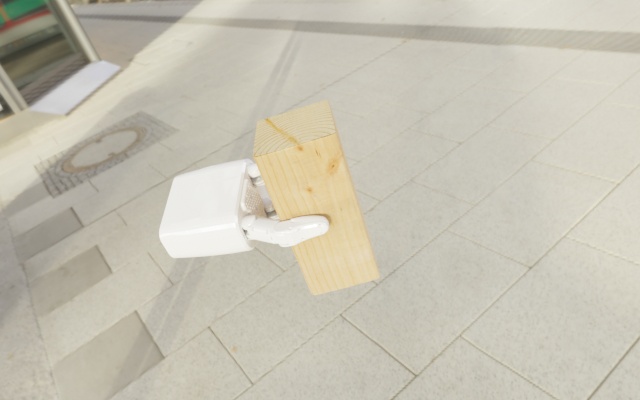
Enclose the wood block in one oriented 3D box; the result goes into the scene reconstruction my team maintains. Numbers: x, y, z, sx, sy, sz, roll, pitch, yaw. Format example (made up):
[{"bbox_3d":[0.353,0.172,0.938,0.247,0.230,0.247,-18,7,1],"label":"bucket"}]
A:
[{"bbox_3d":[0.000,0.002,0.568,0.090,0.206,0.090,-16,33,6],"label":"wood block"}]
